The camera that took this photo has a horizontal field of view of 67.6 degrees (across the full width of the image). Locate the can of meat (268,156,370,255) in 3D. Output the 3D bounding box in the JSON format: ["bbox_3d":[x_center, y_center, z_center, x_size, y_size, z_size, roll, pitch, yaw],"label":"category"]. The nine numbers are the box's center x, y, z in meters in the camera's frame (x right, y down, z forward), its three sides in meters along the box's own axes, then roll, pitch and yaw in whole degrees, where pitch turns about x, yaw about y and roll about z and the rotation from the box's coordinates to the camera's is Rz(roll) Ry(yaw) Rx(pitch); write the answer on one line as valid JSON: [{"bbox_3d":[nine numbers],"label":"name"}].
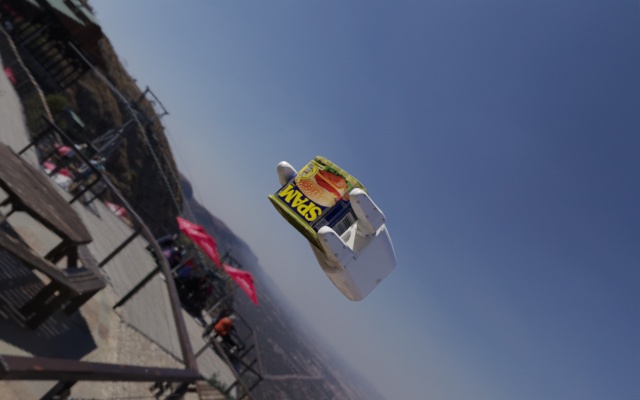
[{"bbox_3d":[0.000,0.002,0.581,0.102,0.084,0.057,39,-13,40],"label":"can of meat"}]
